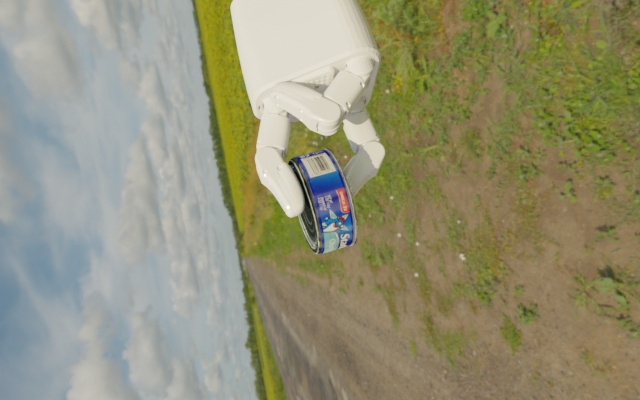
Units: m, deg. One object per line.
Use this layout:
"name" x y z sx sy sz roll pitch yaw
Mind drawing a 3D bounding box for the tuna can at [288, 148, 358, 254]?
"tuna can" 0.000 0.002 0.403 0.034 0.086 0.086 -16 3 -12
